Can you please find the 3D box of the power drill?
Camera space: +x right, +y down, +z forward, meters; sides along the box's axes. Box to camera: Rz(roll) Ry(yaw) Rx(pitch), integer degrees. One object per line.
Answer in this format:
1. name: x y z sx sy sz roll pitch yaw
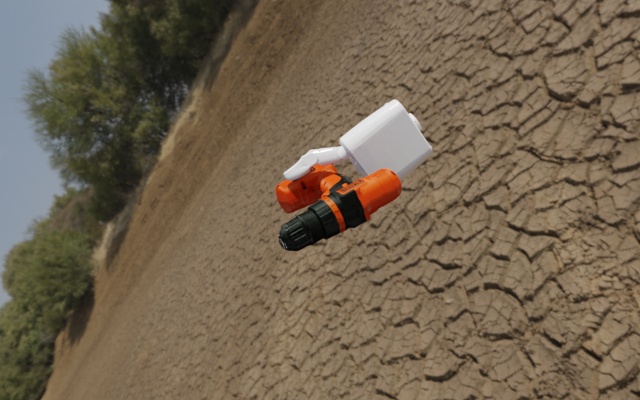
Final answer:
1. power drill: 0.000 0.002 0.692 0.184 0.057 0.187 -26 21 -17
